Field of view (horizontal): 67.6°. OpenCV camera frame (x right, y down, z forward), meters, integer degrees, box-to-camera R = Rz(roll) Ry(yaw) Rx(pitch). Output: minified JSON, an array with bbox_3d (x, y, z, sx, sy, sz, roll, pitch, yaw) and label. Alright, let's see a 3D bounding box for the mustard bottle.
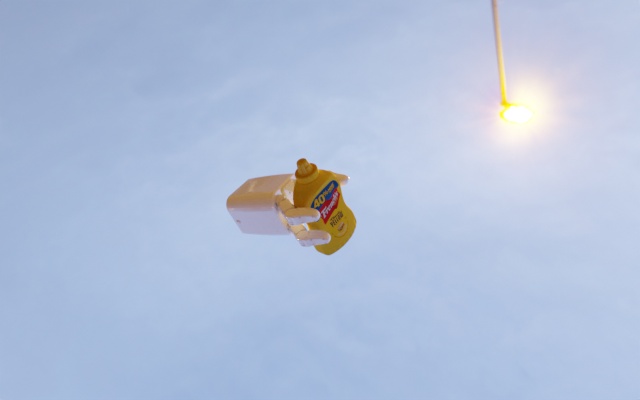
[{"bbox_3d":[0.000,0.003,0.841,0.058,0.192,0.096,20,57,42],"label":"mustard bottle"}]
